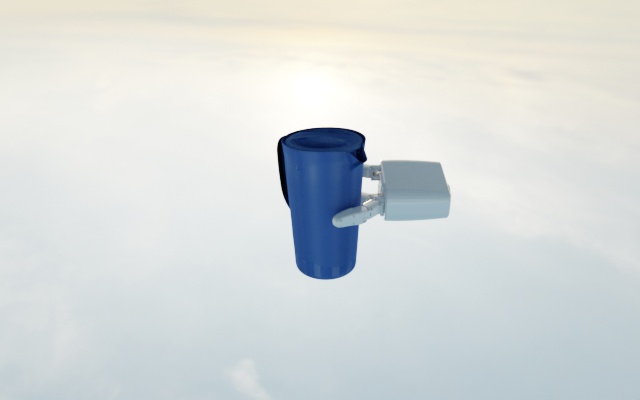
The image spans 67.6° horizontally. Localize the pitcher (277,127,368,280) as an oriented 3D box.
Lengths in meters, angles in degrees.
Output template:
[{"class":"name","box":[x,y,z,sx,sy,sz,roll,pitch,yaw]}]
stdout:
[{"class":"pitcher","box":[0.000,0.003,0.804,0.145,0.243,0.149,-2,25,-2]}]
